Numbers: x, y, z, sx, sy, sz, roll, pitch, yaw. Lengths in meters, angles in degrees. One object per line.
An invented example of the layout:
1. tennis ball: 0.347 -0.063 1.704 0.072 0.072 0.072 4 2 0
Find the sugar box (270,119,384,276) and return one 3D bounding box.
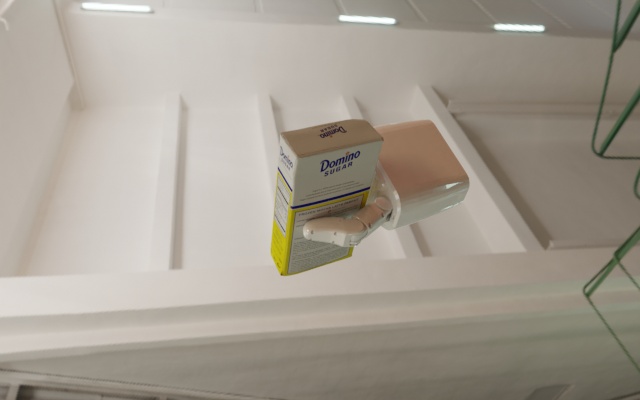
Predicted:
1. sugar box: 0.000 0.001 0.499 0.093 0.176 0.048 -14 47 -24
